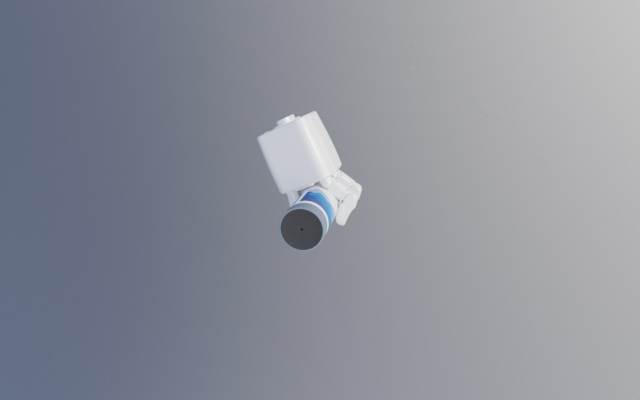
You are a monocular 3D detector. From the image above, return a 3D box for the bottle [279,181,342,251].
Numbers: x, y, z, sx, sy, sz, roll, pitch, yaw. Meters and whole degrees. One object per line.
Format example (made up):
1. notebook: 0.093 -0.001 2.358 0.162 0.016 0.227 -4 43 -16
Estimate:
1. bottle: 0.000 0.003 0.815 0.069 0.069 0.295 0 15 11
